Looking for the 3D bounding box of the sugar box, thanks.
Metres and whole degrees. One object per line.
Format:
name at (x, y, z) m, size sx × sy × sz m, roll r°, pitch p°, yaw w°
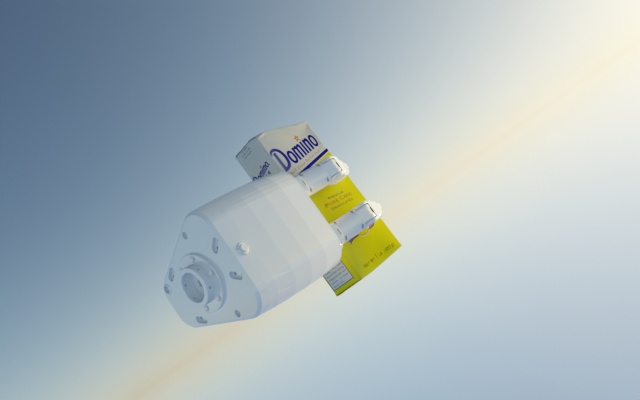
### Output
sugar box at (0.000, 0.001, 0.499) m, size 0.048 × 0.176 × 0.093 m, roll -40°, pitch -8°, yaw 38°
